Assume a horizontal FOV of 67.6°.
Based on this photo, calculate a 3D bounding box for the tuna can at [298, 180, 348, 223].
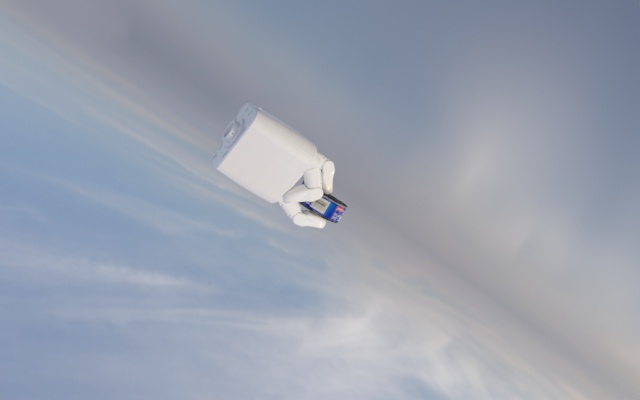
[{"bbox_3d":[0.000,0.003,0.788,0.086,0.034,0.086,31,5,-3],"label":"tuna can"}]
